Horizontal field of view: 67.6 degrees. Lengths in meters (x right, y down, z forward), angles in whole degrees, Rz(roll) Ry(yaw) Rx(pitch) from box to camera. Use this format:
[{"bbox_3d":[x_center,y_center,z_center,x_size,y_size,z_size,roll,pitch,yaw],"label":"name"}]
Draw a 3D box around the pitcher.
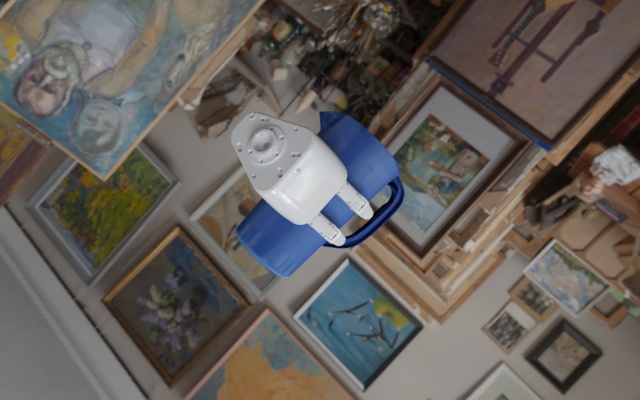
[{"bbox_3d":[0.000,0.002,0.714,0.149,0.243,0.145,43,-1,30],"label":"pitcher"}]
